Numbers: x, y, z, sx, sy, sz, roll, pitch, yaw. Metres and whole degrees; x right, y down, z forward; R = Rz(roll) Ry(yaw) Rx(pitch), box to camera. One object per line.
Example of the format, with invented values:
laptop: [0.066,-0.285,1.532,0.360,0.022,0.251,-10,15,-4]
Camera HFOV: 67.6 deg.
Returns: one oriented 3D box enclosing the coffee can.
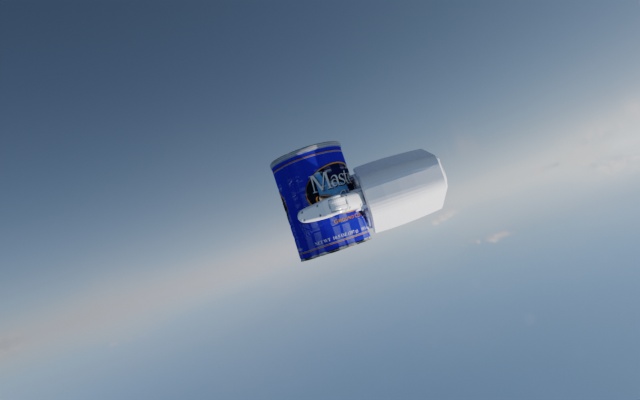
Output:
coffee can: [0.000,0.002,0.657,0.103,0.140,0.103,-18,-5,-1]
